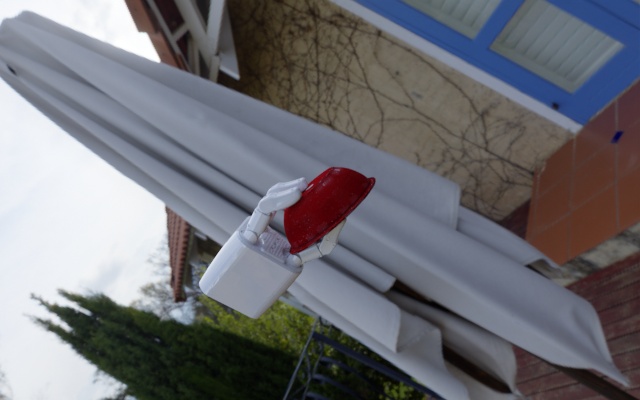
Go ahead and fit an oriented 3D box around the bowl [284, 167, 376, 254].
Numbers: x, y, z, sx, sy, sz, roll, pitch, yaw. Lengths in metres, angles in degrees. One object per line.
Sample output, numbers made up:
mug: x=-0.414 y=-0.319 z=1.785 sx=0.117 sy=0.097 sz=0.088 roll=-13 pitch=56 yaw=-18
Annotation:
bowl: x=0.001 y=0.001 z=0.678 sx=0.162 sy=0.055 sz=0.162 roll=-40 pitch=7 yaw=6
